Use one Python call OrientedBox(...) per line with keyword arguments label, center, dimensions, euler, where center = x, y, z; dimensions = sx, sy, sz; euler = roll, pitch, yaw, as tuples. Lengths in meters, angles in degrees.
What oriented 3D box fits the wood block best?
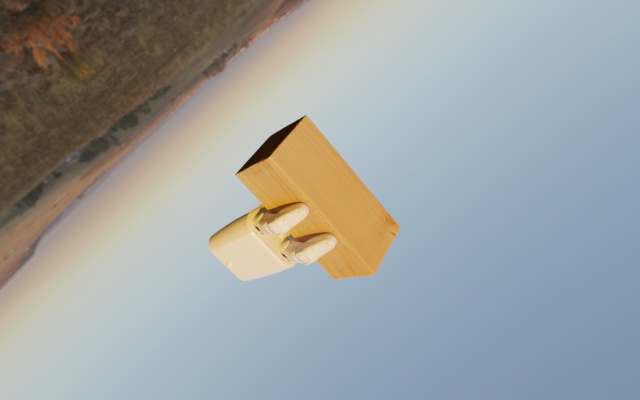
OrientedBox(label="wood block", center=(0.000, 0.002, 0.641), dimensions=(0.090, 0.206, 0.090), euler=(-18, 30, 50))
